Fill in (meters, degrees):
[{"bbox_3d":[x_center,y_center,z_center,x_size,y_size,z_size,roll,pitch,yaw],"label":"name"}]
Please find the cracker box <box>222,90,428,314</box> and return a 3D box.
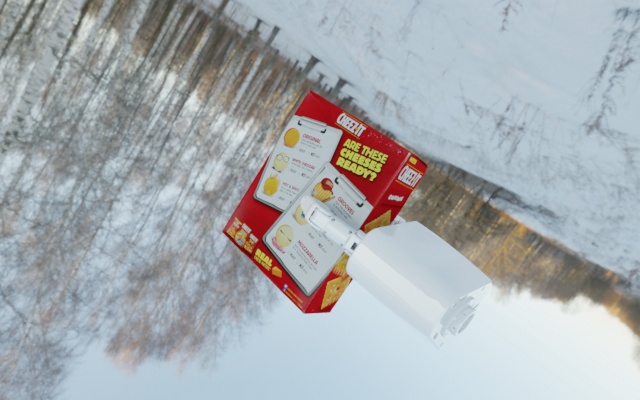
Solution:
[{"bbox_3d":[0.000,0.002,0.578,0.164,0.214,0.072,38,10,31],"label":"cracker box"}]
